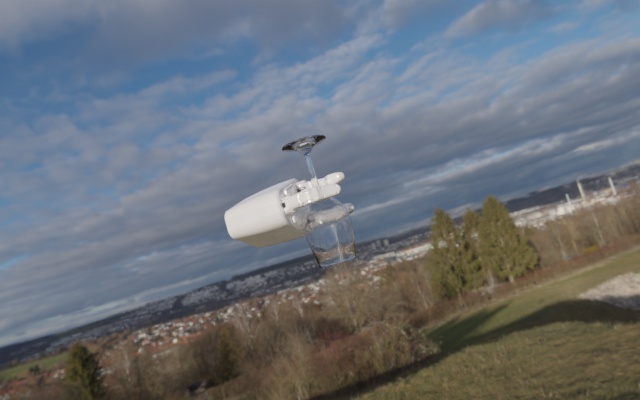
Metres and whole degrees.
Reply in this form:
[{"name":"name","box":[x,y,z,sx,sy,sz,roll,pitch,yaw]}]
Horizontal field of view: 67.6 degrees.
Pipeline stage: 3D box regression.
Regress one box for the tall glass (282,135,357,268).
[{"name":"tall glass","box":[0.000,0.002,0.761,0.079,0.201,0.079,-16,-6,-2]}]
